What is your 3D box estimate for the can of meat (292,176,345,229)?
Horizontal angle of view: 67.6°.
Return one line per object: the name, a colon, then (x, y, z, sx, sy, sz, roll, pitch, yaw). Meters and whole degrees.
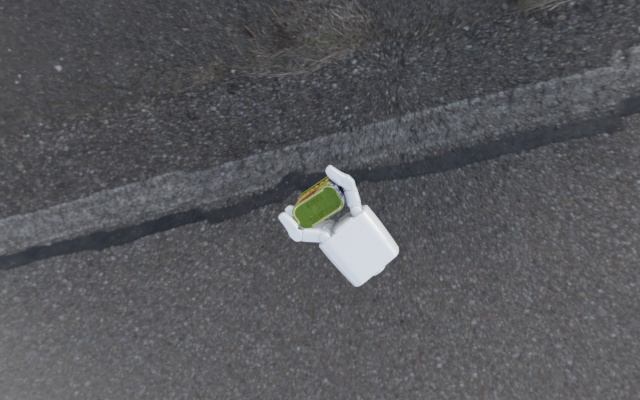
can of meat: (0.000, 0.003, 0.893, 0.102, 0.057, 0.084, -33, 9, 15)
